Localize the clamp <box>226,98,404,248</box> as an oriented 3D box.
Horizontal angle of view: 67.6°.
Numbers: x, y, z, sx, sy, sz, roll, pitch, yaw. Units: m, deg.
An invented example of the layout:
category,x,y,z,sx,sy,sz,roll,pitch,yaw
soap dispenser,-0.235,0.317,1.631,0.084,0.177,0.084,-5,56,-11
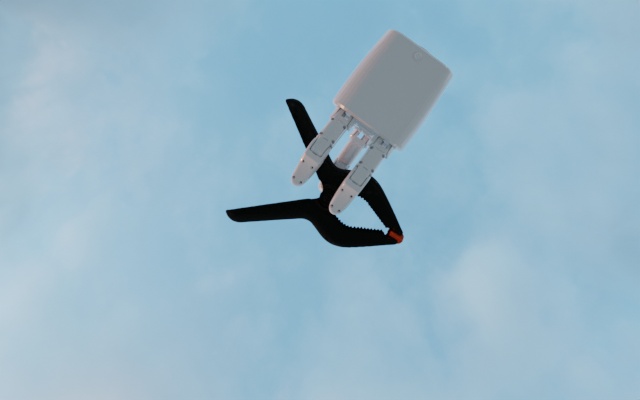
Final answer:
category,x,y,z,sx,sy,sz,roll,pitch,yaw
clamp,0.001,0.002,0.576,0.210,0.164,0.036,36,7,0
